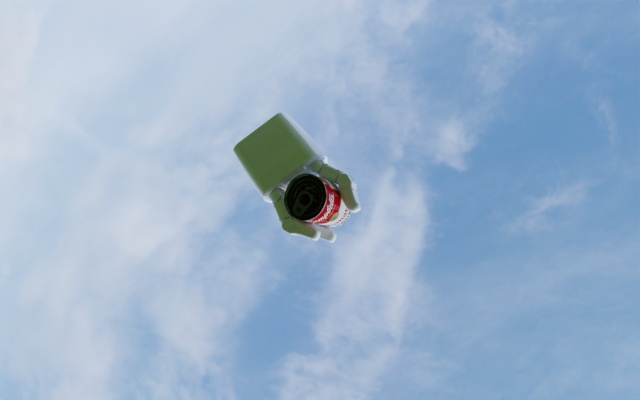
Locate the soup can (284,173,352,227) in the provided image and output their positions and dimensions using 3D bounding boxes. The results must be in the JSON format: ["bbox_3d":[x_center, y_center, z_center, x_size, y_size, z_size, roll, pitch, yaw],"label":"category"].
[{"bbox_3d":[0.001,0.003,0.712,0.068,0.068,0.102,0,-8,26],"label":"soup can"}]
